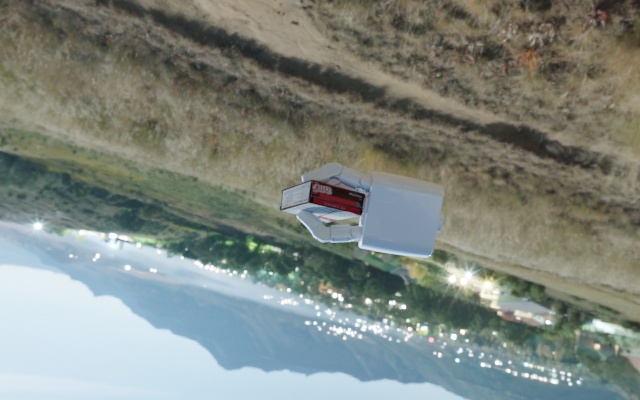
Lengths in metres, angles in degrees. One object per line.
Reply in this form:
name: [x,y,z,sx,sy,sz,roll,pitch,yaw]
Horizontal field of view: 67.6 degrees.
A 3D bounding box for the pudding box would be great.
pudding box: [0.000,0.003,0.723,0.090,0.039,0.113,15,-15,-25]
